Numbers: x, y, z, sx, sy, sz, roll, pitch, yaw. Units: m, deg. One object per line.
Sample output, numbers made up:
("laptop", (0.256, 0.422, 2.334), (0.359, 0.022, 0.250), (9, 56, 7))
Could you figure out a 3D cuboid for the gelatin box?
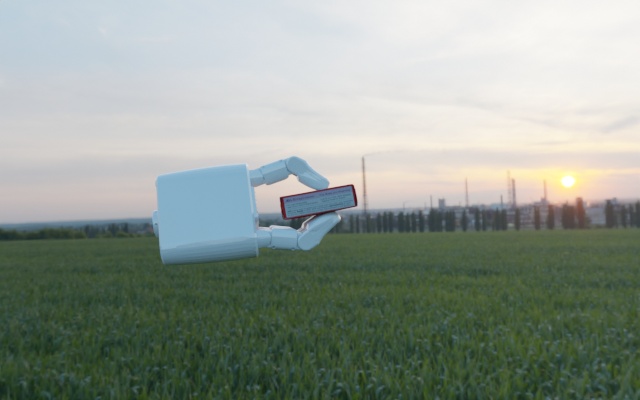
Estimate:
("gelatin box", (0.000, 0.001, 0.579), (0.089, 0.030, 0.073), (-11, 0, 5))
